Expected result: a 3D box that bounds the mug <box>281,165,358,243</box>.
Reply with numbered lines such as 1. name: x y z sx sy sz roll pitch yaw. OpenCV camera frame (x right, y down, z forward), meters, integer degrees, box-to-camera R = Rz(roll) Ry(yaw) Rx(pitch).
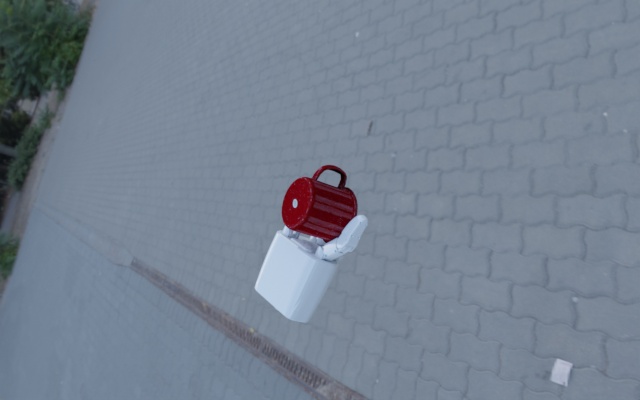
1. mug: 0.001 0.001 0.715 0.081 0.117 0.093 18 10 -34
